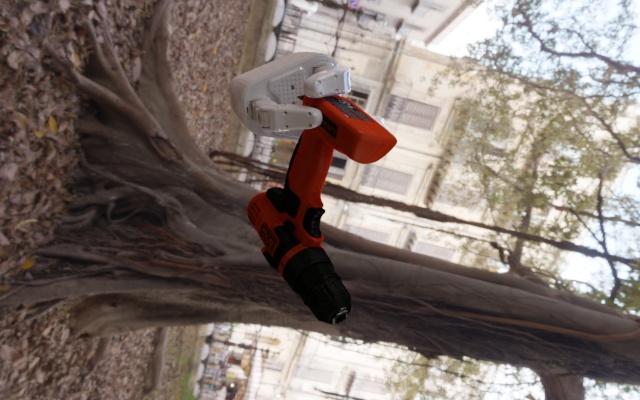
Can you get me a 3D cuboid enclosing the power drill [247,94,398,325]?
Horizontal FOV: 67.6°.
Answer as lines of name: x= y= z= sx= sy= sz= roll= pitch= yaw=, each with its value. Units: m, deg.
power drill: x=0.000 y=0.001 z=0.473 sx=0.057 sy=0.188 sz=0.184 roll=2 pitch=34 yaw=-41
